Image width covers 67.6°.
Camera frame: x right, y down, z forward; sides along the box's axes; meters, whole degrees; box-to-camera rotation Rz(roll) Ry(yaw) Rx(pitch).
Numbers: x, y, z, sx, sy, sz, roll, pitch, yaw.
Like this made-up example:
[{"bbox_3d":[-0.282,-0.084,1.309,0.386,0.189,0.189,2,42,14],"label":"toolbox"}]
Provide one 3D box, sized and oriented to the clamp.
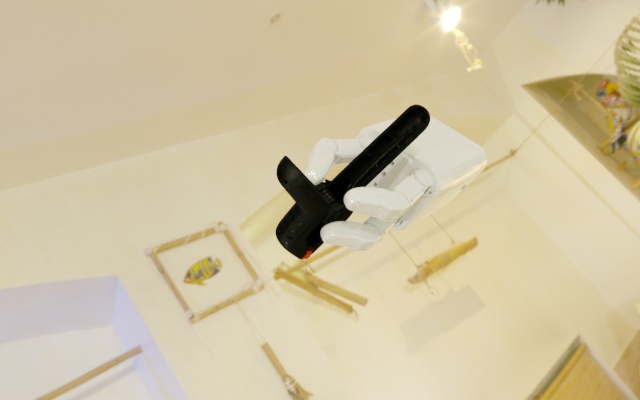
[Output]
[{"bbox_3d":[0.000,0.001,0.454,0.164,0.036,0.210,-22,-23,-39],"label":"clamp"}]
